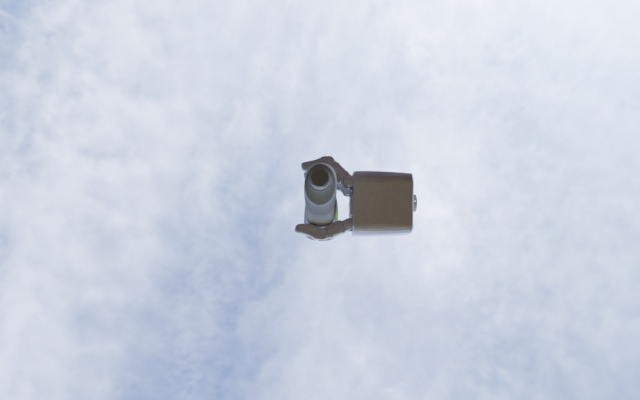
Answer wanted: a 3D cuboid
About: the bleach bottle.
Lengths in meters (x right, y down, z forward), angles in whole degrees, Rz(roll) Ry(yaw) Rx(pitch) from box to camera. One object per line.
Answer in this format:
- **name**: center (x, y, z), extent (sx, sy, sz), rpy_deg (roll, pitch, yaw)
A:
- **bleach bottle**: center (0.000, 0.003, 0.840), extent (0.068, 0.102, 0.251), rpy_deg (2, -13, 1)
